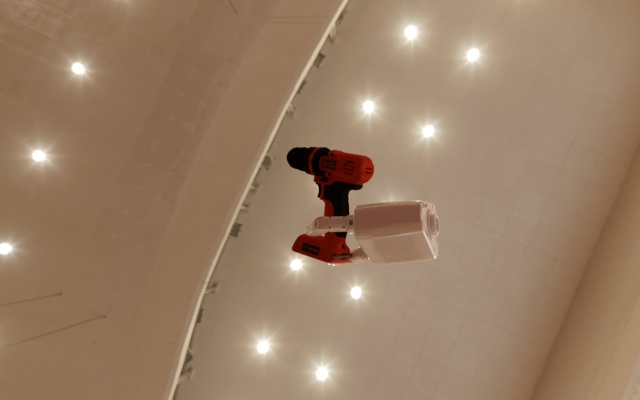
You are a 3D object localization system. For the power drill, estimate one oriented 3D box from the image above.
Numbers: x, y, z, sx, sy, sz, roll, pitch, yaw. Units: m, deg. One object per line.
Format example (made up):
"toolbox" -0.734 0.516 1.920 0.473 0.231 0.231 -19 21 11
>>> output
"power drill" 0.000 0.003 0.819 0.184 0.187 0.057 14 10 43
